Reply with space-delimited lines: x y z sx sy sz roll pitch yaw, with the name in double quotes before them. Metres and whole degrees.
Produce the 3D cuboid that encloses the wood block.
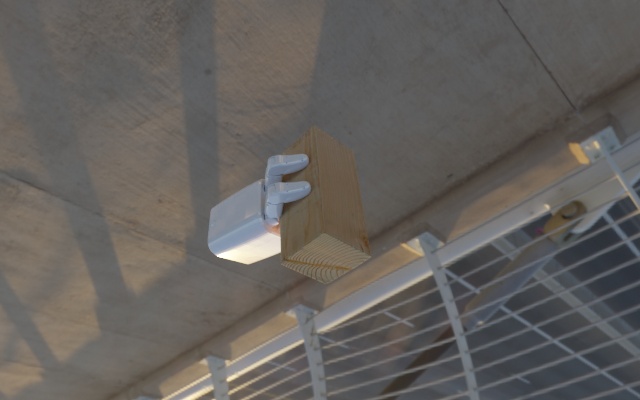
"wood block" 0.000 0.003 0.701 0.091 0.206 0.090 30 -52 -34
